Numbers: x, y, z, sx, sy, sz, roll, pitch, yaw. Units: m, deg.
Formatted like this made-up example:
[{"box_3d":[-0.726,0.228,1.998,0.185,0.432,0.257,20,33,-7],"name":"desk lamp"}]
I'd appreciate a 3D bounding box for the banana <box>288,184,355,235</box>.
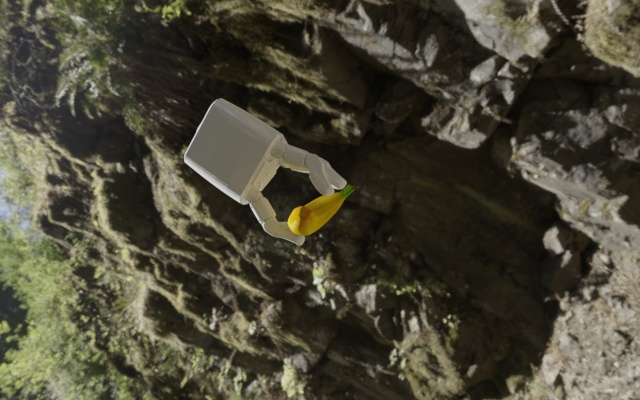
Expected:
[{"box_3d":[-0.009,0.016,0.658,0.037,0.070,0.197,38,21,8],"name":"banana"}]
